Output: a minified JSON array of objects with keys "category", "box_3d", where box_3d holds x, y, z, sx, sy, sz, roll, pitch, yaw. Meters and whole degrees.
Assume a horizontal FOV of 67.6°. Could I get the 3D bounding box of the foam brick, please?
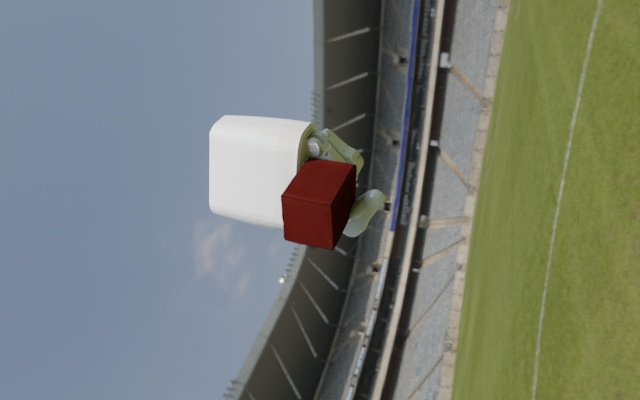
[{"category":"foam brick","box_3d":[0.000,0.002,0.462,0.051,0.053,0.078,10,35,16]}]
